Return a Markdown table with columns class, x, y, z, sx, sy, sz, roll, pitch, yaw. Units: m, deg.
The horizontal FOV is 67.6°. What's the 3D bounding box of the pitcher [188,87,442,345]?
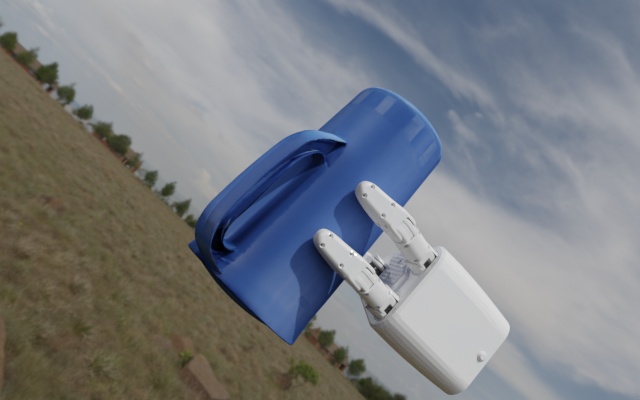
| class | x | y | z | sx | sy | sz | roll | pitch | yaw |
| --- | --- | --- | --- | --- | --- | --- | --- | --- | --- |
| pitcher | 0.000 | 0.002 | 0.455 | 0.145 | 0.243 | 0.149 | 45 | -11 | -9 |
